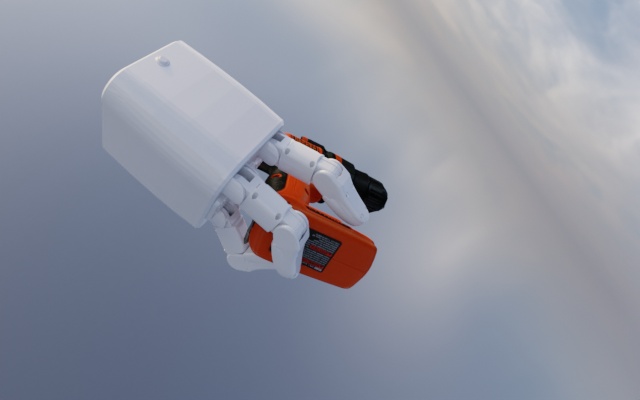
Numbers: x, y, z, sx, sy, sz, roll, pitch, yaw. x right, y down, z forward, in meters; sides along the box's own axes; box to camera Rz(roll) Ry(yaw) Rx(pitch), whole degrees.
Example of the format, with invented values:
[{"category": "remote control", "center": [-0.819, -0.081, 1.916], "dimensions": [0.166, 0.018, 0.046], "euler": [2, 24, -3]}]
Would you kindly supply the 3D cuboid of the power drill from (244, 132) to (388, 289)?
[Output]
[{"category": "power drill", "center": [0.000, 0.002, 0.470], "dimensions": [0.184, 0.057, 0.187], "euler": [22, 24, -17]}]
